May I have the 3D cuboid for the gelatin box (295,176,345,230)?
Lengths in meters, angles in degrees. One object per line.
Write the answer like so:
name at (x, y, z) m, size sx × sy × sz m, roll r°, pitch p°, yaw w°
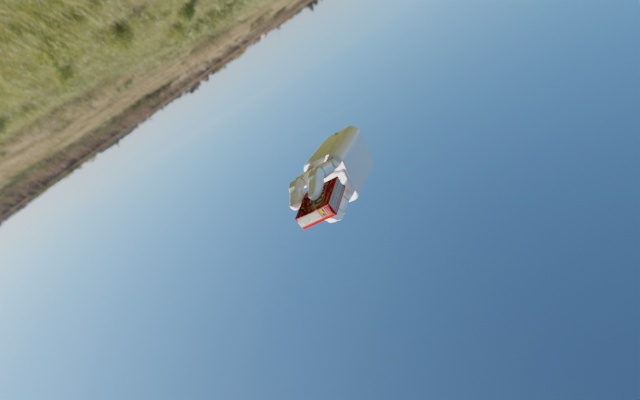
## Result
gelatin box at (0.000, 0.003, 0.841) m, size 0.073 × 0.030 × 0.089 m, roll -25°, pitch 27°, yaw 29°
